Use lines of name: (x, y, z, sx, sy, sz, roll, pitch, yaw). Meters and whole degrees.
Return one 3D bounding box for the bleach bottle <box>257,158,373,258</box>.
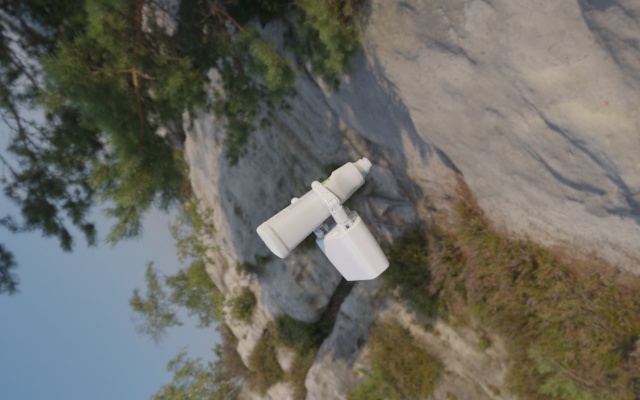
bleach bottle: (0.000, 0.003, 0.900, 0.251, 0.068, 0.102, -39, 12, -13)
